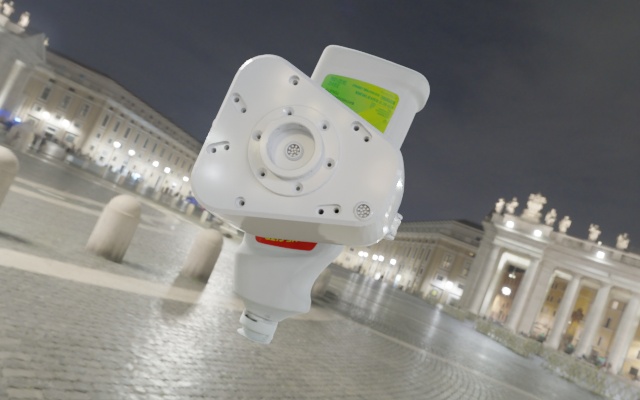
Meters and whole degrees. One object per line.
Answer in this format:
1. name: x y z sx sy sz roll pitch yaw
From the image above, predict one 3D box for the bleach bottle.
1. bleach bottle: 0.000 0.001 0.407 0.102 0.251 0.068 22 -6 9
